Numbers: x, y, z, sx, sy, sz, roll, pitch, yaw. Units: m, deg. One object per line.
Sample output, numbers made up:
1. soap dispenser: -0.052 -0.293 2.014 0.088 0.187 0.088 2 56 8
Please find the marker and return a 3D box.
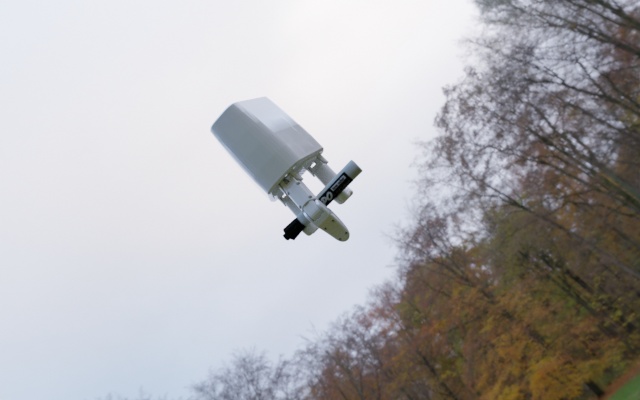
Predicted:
1. marker: 0.000 0.002 0.555 0.020 0.121 0.020 43 10 -9
